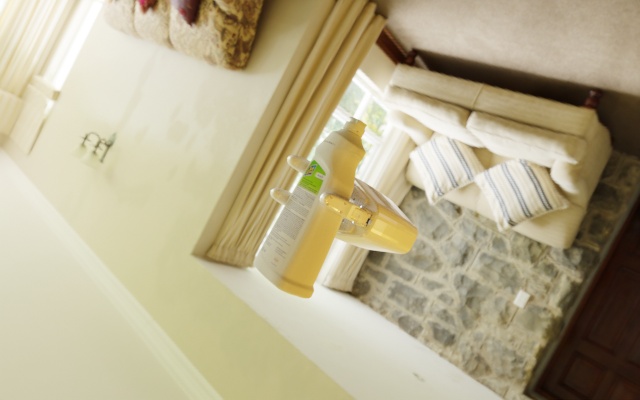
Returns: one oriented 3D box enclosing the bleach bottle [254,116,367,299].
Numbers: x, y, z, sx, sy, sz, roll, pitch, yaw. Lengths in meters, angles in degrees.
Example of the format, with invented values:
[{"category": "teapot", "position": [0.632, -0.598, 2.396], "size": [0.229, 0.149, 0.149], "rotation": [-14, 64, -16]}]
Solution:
[{"category": "bleach bottle", "position": [0.000, 0.002, 0.666], "size": [0.068, 0.251, 0.102], "rotation": [26, 2, -39]}]
